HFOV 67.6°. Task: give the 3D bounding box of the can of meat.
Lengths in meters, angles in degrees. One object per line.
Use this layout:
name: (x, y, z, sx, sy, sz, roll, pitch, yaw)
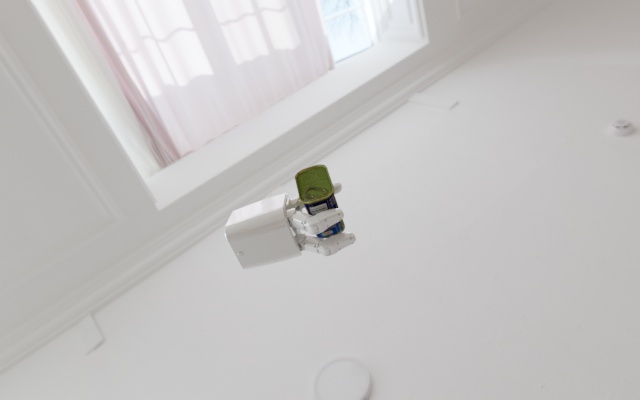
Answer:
can of meat: (0.000, 0.003, 0.798, 0.057, 0.084, 0.102, -19, 34, 1)
